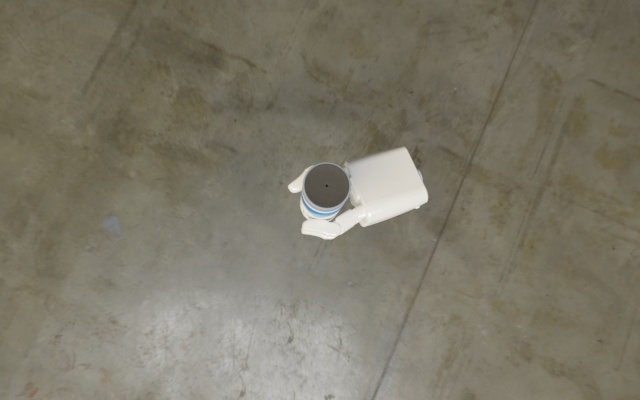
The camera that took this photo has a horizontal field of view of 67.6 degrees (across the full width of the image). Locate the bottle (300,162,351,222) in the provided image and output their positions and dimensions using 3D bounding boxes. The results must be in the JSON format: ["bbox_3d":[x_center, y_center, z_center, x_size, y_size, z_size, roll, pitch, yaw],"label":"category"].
[{"bbox_3d":[0.000,0.003,0.792,0.069,0.069,0.296,0,-9,-3],"label":"bottle"}]
